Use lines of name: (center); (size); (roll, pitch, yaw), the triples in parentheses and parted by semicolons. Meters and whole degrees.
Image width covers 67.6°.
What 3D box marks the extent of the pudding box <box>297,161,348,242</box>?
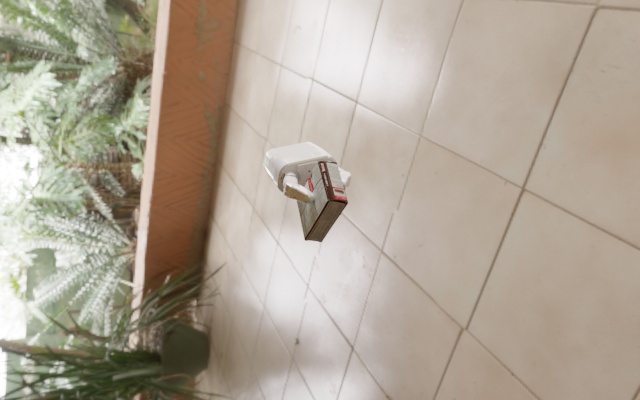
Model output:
pudding box: (0.000, 0.003, 0.804); (0.039, 0.090, 0.114); (4, -41, -23)
